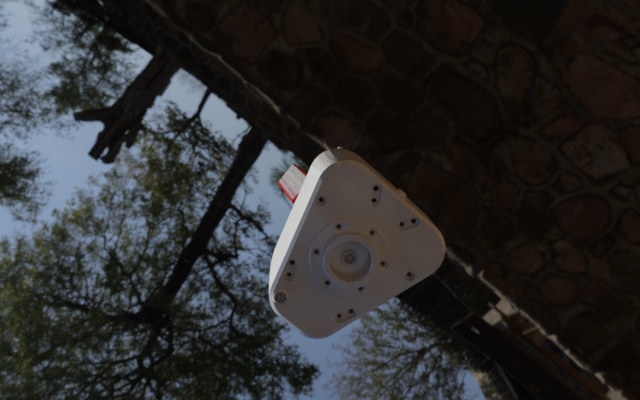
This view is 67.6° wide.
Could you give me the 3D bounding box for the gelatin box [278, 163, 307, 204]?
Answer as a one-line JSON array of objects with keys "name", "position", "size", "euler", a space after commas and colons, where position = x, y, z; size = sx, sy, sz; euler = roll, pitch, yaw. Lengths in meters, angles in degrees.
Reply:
[{"name": "gelatin box", "position": [0.000, 0.002, 0.473], "size": [0.073, 0.030, 0.089], "euler": [39, 2, -19]}]
